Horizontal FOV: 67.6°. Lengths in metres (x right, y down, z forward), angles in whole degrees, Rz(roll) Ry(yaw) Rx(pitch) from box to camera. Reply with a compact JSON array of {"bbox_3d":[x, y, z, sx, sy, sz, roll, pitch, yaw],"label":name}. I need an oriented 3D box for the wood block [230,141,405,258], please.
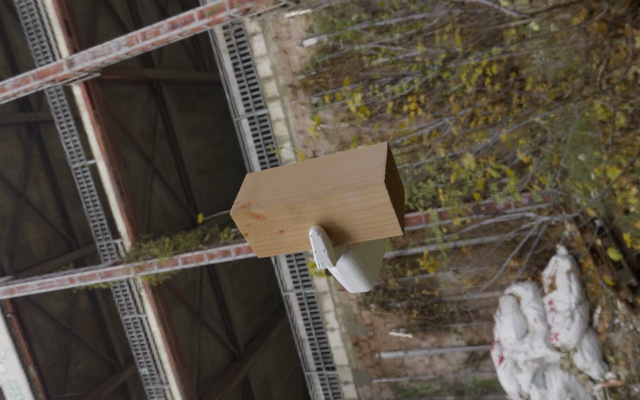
[{"bbox_3d":[0.000,0.003,0.634,0.206,0.090,0.090,-12,37,19],"label":"wood block"}]
